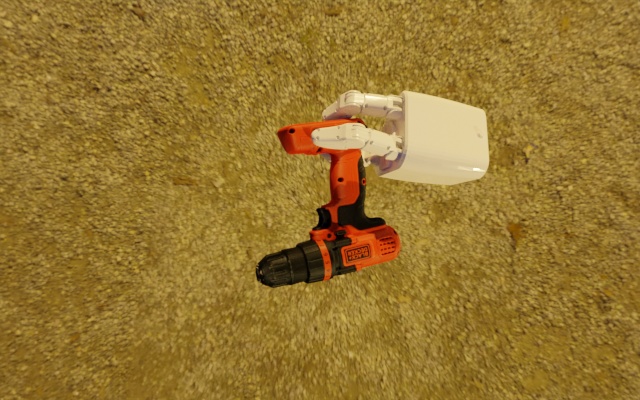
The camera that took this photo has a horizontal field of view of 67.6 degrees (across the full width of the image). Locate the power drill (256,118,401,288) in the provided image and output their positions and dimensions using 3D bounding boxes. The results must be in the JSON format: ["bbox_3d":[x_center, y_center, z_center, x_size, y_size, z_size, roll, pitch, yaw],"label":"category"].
[{"bbox_3d":[0.000,0.001,0.573,0.184,0.187,0.057,-11,5,-22],"label":"power drill"}]
